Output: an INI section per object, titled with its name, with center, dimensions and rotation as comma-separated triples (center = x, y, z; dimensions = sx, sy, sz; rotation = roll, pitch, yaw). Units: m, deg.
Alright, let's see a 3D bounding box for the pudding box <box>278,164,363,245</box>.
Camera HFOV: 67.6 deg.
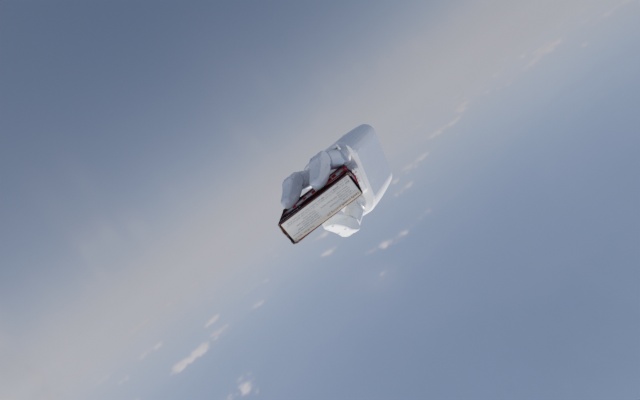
[pudding box]
center = 0.000, 0.002, 0.632
dimensions = 0.113, 0.039, 0.090
rotation = -39, 8, 7
